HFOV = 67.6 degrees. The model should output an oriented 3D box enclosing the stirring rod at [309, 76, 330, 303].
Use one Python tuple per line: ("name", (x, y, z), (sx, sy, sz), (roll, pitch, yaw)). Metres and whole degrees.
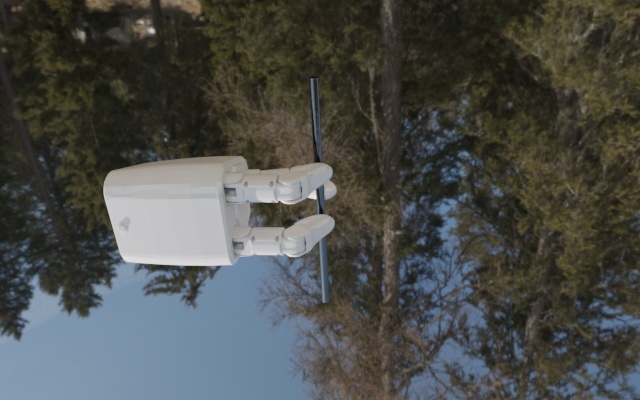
("stirring rod", (0.000, 0.001, 0.465), (0.011, 0.240, 0.011), (-3, 27, 1))
